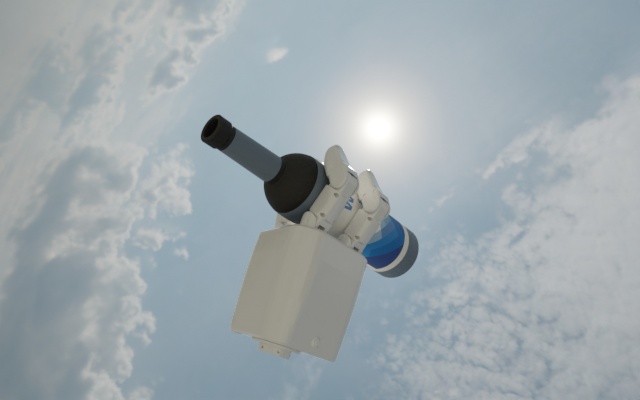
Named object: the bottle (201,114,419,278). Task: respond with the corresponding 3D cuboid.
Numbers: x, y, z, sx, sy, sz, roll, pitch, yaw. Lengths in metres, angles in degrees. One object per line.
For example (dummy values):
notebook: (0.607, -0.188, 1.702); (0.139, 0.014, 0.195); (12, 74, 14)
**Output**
bottle: (0.000, 0.002, 0.499); (0.069, 0.069, 0.296); (0, -26, 44)
